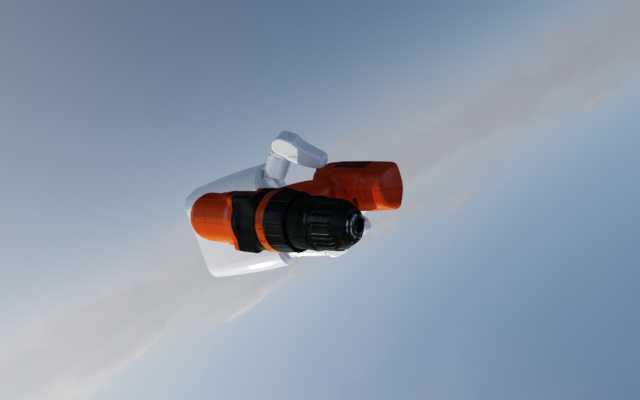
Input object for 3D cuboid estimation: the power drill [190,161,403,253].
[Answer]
[{"bbox_3d":[0.000,0.001,0.451,0.184,0.057,0.187,4,13,39],"label":"power drill"}]
